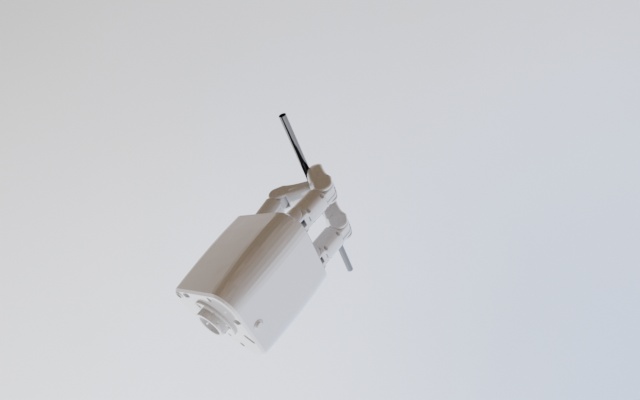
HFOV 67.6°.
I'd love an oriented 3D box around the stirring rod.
[{"bbox_3d":[0.000,0.002,0.558,0.011,0.240,0.011,-15,37,12],"label":"stirring rod"}]
